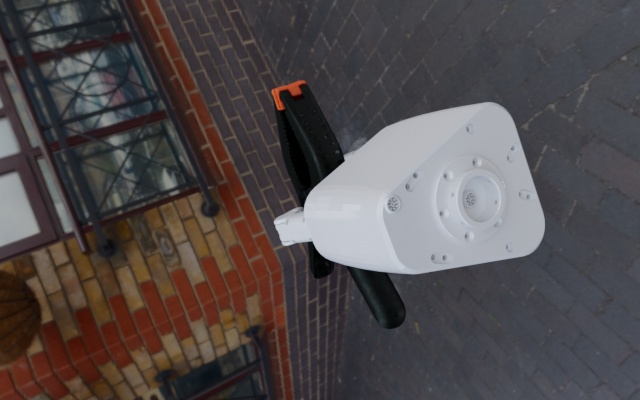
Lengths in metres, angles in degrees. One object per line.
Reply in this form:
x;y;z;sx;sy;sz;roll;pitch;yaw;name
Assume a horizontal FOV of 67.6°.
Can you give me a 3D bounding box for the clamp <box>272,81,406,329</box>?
-0.001;0.001;0.431;0.036;0.210;0.164;-22;7;-19;clamp
